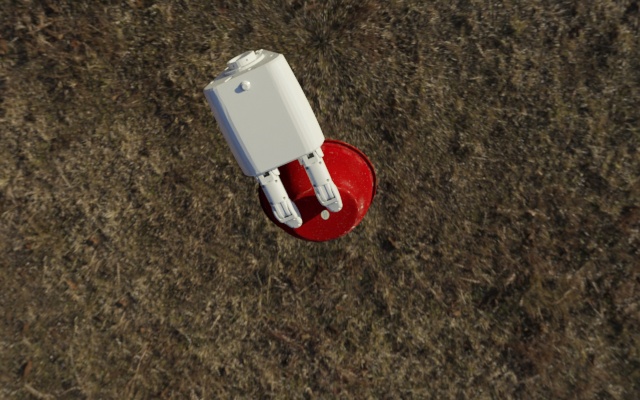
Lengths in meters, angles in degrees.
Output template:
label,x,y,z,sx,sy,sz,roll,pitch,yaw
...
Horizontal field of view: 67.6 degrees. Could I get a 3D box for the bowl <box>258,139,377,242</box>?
label,x,y,z,sx,sy,sz,roll,pitch,yaw
bowl,0.001,0.003,0.628,0.162,0.162,0.055,0,37,-10
